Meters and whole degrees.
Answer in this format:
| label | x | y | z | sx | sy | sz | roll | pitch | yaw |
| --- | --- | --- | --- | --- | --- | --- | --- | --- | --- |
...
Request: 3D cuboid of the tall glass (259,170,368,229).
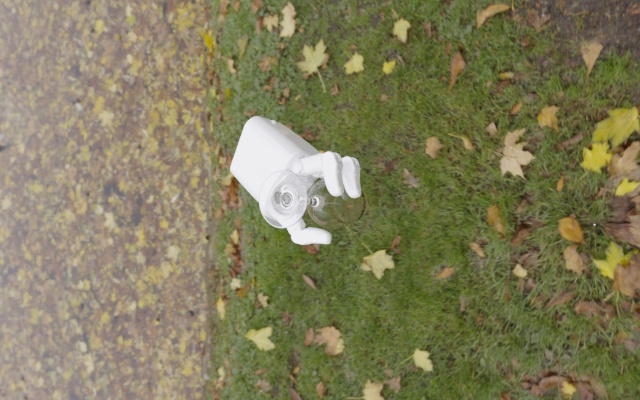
| label | x | y | z | sx | sy | sz | roll | pitch | yaw |
| --- | --- | --- | --- | --- | --- | --- | --- | --- | --- |
| tall glass | 0.000 | 0.002 | 0.694 | 0.079 | 0.079 | 0.201 | 0 | -3 | 30 |
